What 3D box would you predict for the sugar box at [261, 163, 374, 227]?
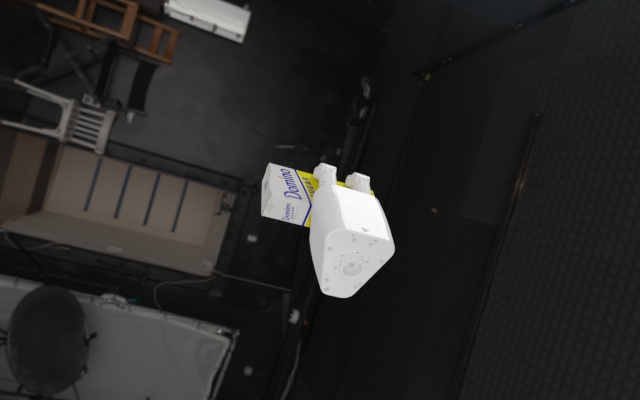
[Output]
[{"bbox_3d":[0.000,0.002,0.724,0.176,0.048,0.093,16,31,-17],"label":"sugar box"}]
